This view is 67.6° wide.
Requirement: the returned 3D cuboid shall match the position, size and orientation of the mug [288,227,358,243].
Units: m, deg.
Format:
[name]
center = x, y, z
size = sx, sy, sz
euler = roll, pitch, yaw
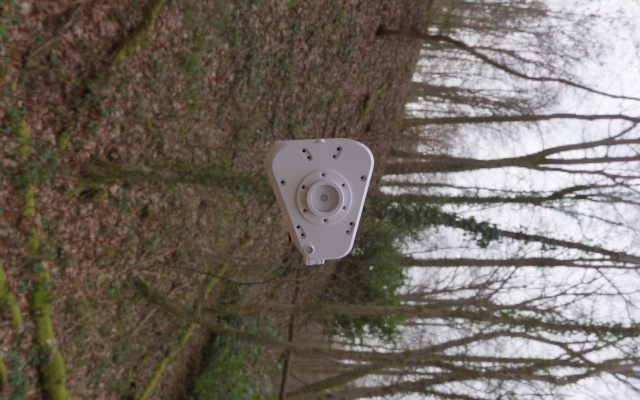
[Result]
[mug]
center = 0.000, 0.002, 0.593
size = 0.081, 0.093, 0.117
euler = -1, 8, -5
